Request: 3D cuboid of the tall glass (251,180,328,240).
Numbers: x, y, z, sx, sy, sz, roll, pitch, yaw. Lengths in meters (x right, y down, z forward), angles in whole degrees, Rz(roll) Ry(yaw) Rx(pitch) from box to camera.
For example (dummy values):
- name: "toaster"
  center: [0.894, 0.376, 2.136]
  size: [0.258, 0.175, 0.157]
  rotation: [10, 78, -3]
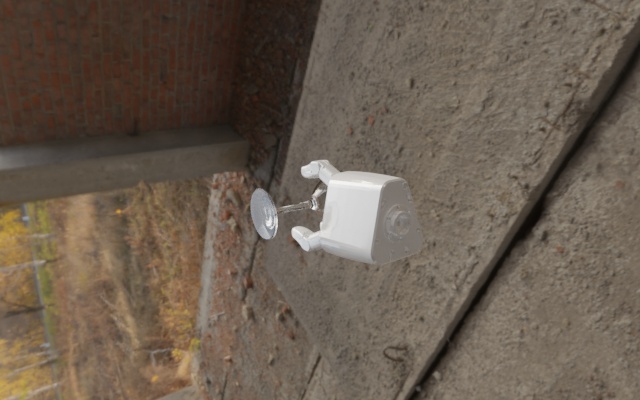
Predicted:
- name: "tall glass"
  center: [-0.001, 0.002, 0.729]
  size: [0.201, 0.079, 0.079]
  rotation: [-12, 7, -34]
